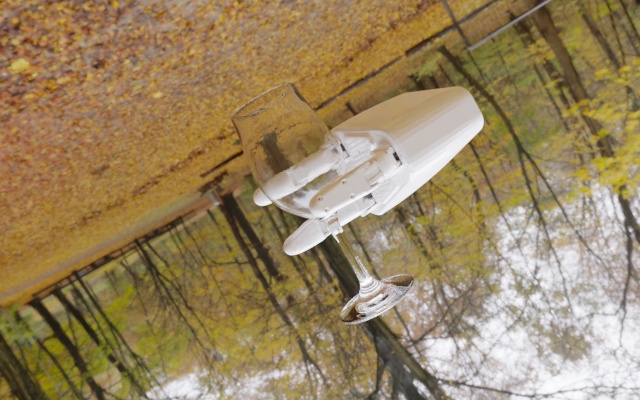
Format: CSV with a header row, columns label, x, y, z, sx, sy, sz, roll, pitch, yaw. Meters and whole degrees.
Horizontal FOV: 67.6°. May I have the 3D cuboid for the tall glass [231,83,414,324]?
label,x,y,z,sx,sy,sz,roll,pitch,yaw
tall glass,0.000,0.002,0.414,0.079,0.201,0.079,-30,5,3
